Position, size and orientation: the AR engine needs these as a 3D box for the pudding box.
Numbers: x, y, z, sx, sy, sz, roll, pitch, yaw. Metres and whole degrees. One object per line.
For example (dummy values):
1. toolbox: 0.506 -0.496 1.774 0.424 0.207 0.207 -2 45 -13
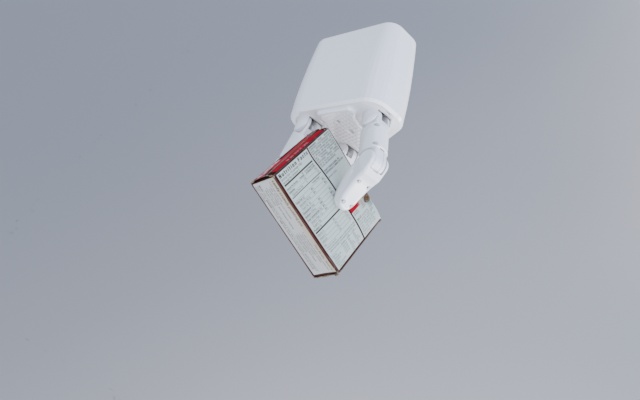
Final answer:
1. pudding box: 0.000 0.001 0.450 0.039 0.113 0.090 -17 22 47
